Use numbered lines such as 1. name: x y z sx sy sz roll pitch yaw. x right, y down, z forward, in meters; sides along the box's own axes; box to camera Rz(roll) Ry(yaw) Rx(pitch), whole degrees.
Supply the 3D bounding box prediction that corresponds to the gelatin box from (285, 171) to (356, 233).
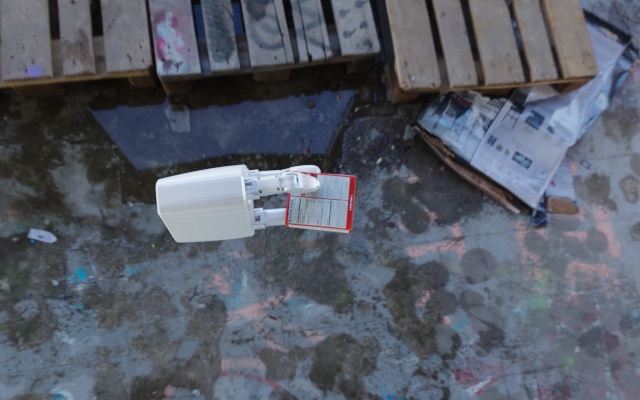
1. gelatin box: 0.000 0.002 0.633 0.089 0.073 0.030 5 -12 2
